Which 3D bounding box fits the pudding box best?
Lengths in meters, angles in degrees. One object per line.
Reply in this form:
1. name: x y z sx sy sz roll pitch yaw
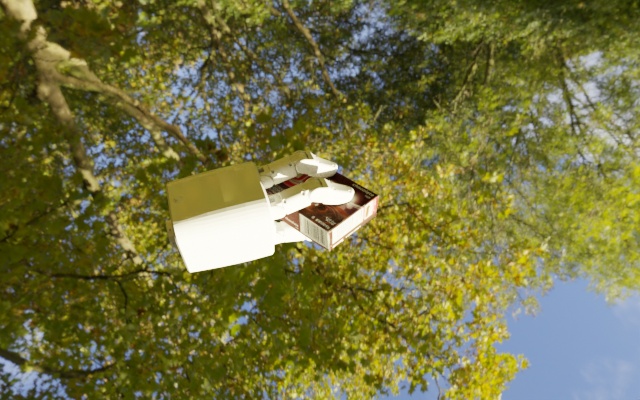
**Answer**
1. pudding box: 0.000 0.002 0.586 0.113 0.039 0.090 33 51 30
